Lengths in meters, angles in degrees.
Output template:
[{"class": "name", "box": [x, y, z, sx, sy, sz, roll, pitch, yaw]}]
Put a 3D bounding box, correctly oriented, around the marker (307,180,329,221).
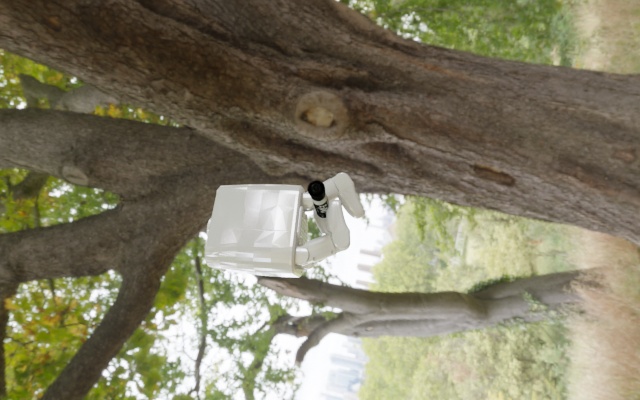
[{"class": "marker", "box": [0.000, 0.002, 0.548, 0.020, 0.020, 0.121, 0, -14, 5]}]
